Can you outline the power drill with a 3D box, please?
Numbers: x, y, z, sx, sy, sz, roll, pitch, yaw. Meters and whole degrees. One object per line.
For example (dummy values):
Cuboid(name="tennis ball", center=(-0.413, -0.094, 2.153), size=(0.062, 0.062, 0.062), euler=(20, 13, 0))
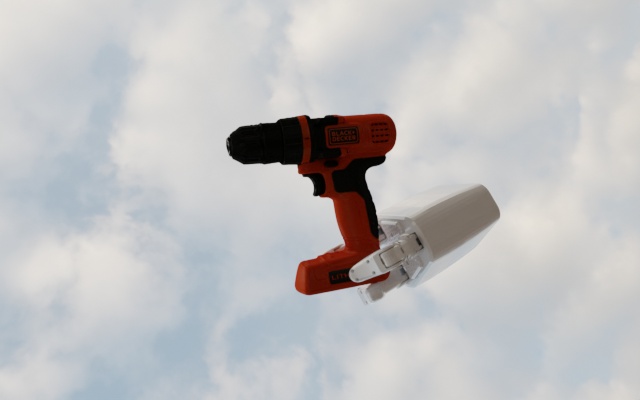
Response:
Cuboid(name="power drill", center=(0.000, 0.002, 0.513), size=(0.184, 0.187, 0.057), euler=(-7, 6, -14))
